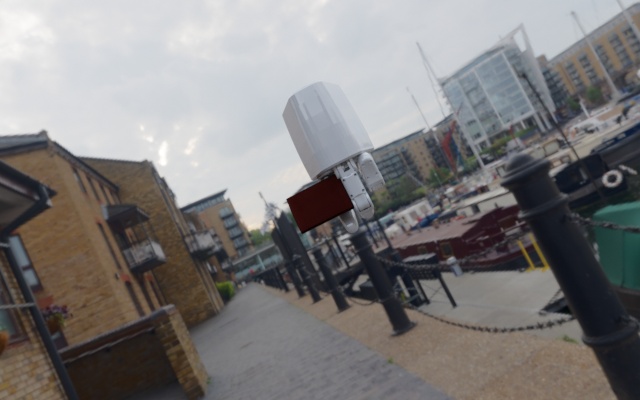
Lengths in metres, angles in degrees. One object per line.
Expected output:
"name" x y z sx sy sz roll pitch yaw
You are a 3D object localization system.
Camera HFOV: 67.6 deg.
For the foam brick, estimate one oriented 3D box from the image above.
"foam brick" 0.000 0.002 0.639 0.078 0.051 0.053 -27 3 4
